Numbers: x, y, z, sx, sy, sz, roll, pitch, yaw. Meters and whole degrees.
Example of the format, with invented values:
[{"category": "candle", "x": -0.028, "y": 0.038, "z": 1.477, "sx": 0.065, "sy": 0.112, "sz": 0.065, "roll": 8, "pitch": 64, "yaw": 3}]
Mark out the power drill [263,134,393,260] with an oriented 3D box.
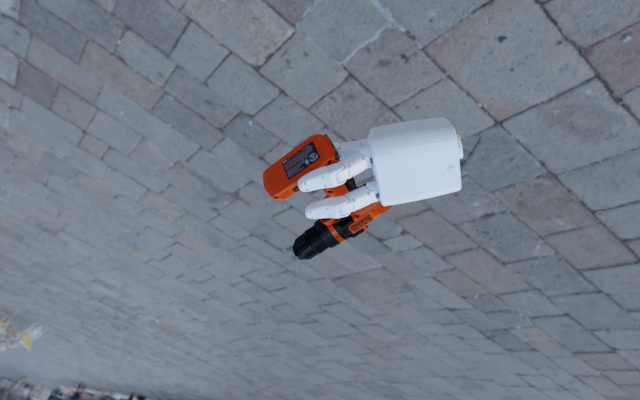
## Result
[{"category": "power drill", "x": 0.000, "y": 0.002, "z": 0.686, "sx": 0.184, "sy": 0.057, "sz": 0.188, "roll": -36, "pitch": -40, "yaw": 10}]
